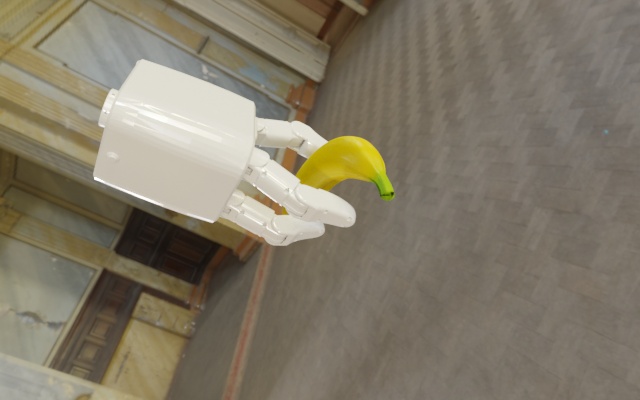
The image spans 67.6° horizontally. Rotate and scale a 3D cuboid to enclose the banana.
[{"bbox_3d":[0.004,-0.017,0.454,0.037,0.069,0.198,14,-17,-23],"label":"banana"}]
